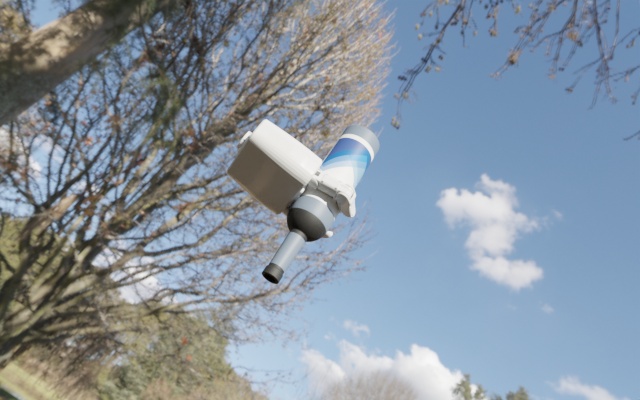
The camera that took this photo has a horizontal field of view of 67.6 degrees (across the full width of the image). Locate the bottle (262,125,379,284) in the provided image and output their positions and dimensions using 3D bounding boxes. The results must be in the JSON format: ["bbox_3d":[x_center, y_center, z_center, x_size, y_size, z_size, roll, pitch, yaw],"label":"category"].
[{"bbox_3d":[0.000,0.002,0.731,0.069,0.295,0.069,23,-33,16],"label":"bottle"}]
